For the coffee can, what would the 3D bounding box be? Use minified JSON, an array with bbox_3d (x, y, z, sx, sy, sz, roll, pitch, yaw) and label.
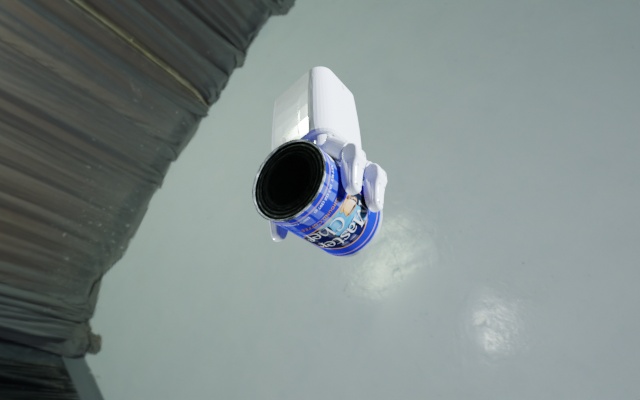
[{"bbox_3d":[0.000,0.002,0.589,0.103,0.102,0.140,0,-22,36],"label":"coffee can"}]
